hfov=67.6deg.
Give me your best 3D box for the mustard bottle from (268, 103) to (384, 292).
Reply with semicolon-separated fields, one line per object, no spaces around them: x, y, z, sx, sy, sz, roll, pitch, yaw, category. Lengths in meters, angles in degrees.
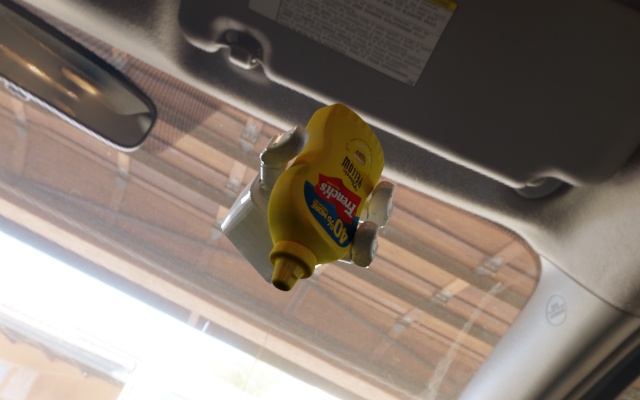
0.000;0.001;0.453;0.058;0.191;0.096;-9;-48;39;mustard bottle
